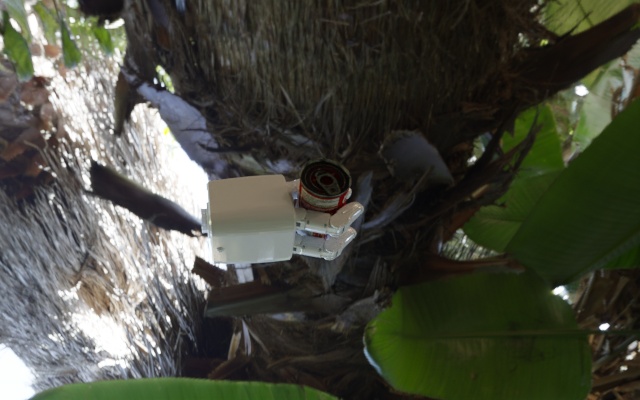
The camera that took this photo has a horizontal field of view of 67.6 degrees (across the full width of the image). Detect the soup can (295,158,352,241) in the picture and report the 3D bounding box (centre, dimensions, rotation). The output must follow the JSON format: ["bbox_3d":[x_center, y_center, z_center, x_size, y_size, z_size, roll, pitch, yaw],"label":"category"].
[{"bbox_3d":[0.001,0.002,0.648,0.068,0.068,0.102,0,-41,-10],"label":"soup can"}]
